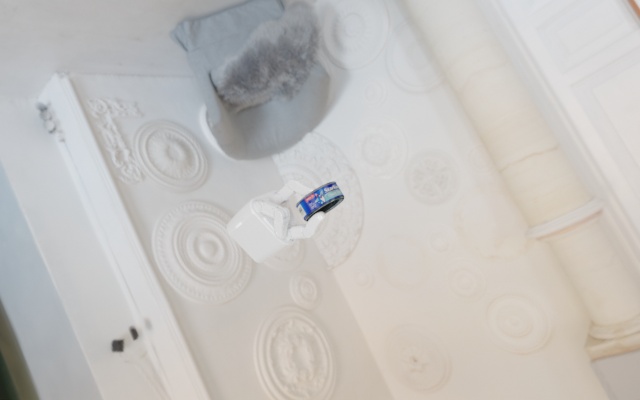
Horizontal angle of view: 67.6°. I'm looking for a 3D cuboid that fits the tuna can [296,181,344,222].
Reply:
[{"bbox_3d":[0.000,0.003,0.862,0.086,0.033,0.086,-30,-11,-6],"label":"tuna can"}]
